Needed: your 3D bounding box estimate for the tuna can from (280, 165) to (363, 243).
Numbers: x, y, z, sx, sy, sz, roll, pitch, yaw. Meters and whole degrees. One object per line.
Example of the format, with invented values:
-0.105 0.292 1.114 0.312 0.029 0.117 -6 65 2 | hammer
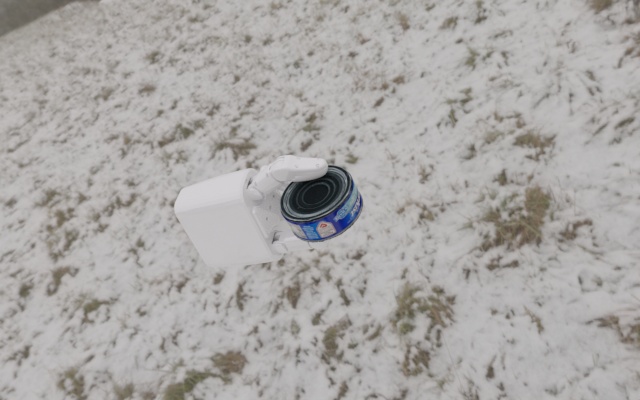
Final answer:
0.000 0.001 0.513 0.086 0.086 0.034 0 -43 31 | tuna can
